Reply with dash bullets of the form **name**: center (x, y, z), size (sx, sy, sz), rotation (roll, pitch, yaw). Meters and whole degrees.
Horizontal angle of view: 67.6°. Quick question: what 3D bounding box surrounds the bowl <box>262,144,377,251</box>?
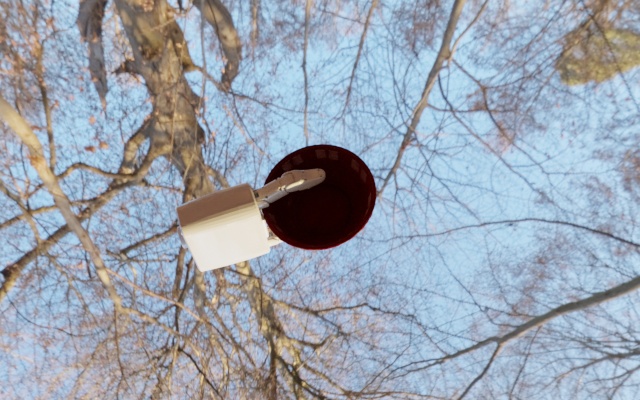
- **bowl**: center (0.001, 0.002, 0.679), size (0.162, 0.162, 0.055), rotation (0, -24, 10)
